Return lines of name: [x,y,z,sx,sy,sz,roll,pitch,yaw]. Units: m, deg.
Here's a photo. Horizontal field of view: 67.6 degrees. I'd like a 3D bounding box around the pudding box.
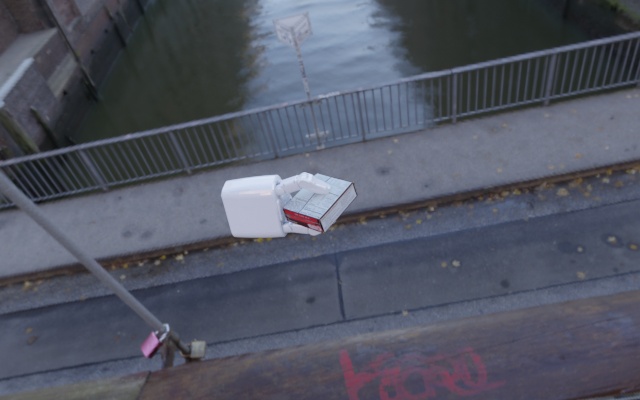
pudding box: [0.000,0.003,0.877,0.090,0.039,0.113,17,52,36]
